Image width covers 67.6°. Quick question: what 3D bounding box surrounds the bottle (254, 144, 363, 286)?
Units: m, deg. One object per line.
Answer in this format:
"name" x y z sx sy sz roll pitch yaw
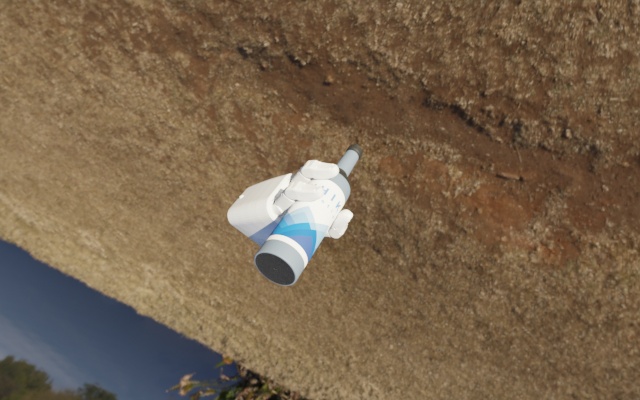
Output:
"bottle" 0.000 0.003 0.747 0.069 0.069 0.295 0 38 33
